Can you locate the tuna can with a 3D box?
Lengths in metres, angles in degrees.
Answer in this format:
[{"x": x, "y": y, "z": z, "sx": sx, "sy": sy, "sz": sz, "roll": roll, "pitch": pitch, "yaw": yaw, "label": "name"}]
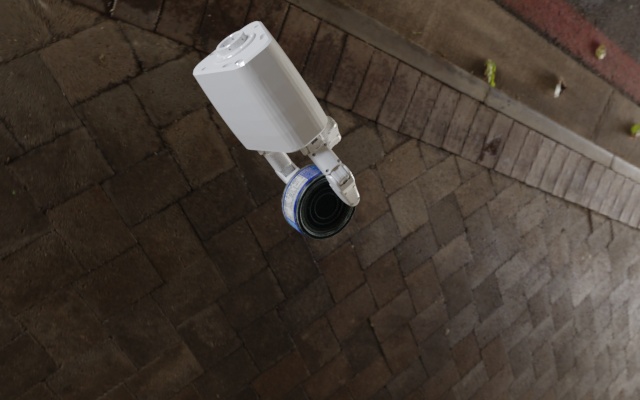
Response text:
[{"x": 0.000, "y": 0.002, "z": 0.555, "sx": 0.086, "sy": 0.086, "sz": 0.033, "roll": 0, "pitch": 20, "yaw": -34, "label": "tuna can"}]
